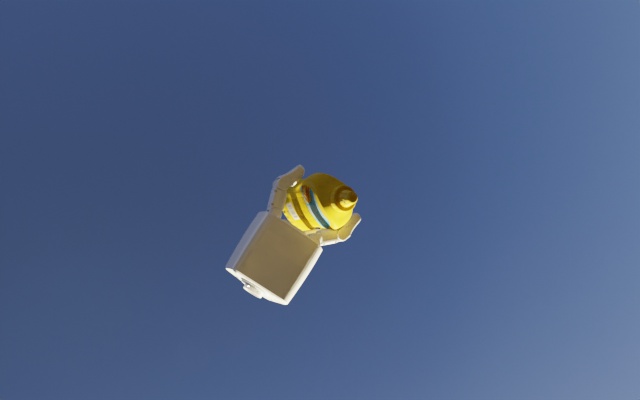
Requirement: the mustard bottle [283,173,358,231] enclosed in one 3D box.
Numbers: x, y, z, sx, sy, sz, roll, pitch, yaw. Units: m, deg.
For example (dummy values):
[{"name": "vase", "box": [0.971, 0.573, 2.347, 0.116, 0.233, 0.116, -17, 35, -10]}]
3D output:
[{"name": "mustard bottle", "box": [0.000, 0.002, 0.784, 0.058, 0.096, 0.191, -33, 12, -27]}]
